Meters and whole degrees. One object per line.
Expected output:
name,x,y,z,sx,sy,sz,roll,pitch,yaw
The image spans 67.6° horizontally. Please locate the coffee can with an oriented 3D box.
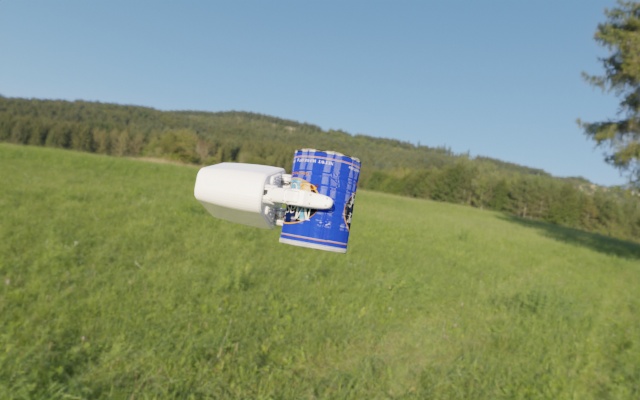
coffee can,0.000,0.003,0.719,0.103,0.140,0.103,10,-4,1
